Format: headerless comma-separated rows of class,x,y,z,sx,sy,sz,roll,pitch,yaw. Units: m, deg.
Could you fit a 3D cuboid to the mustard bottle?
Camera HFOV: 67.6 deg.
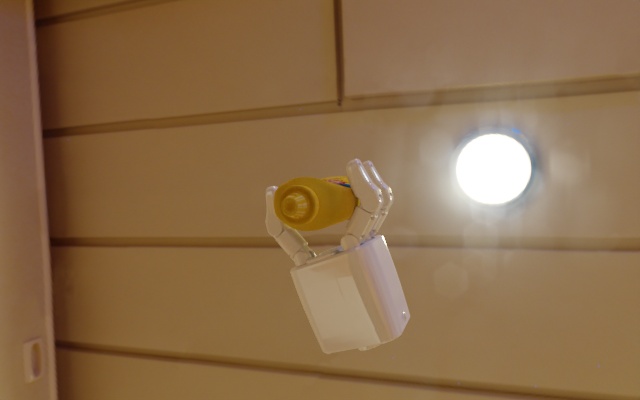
mustard bottle,0.000,0.001,0.551,0.096,0.058,0.191,4,5,19
